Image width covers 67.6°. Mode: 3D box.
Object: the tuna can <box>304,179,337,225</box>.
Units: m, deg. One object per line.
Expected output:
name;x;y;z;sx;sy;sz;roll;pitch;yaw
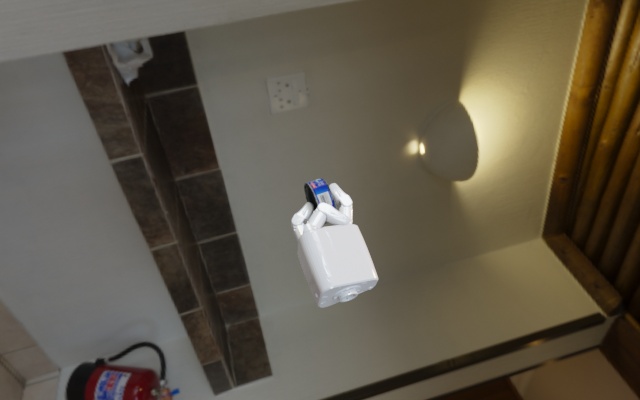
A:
tuna can;0.001;0.003;0.896;0.034;0.086;0.086;-19;4;-12
